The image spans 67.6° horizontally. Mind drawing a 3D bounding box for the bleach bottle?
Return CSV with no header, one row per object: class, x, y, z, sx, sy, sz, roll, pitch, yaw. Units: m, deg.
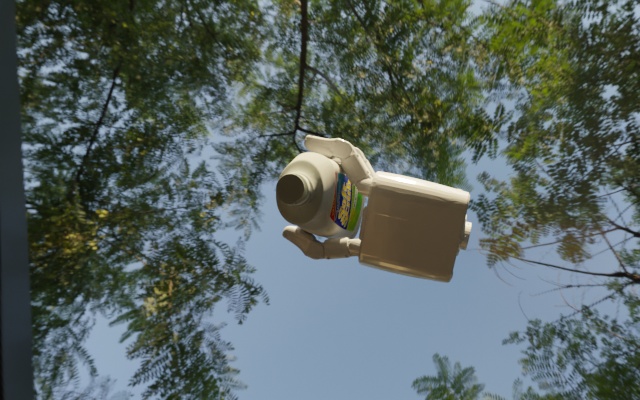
bleach bottle,0.000,0.002,0.564,0.068,0.102,0.251,12,1,14
